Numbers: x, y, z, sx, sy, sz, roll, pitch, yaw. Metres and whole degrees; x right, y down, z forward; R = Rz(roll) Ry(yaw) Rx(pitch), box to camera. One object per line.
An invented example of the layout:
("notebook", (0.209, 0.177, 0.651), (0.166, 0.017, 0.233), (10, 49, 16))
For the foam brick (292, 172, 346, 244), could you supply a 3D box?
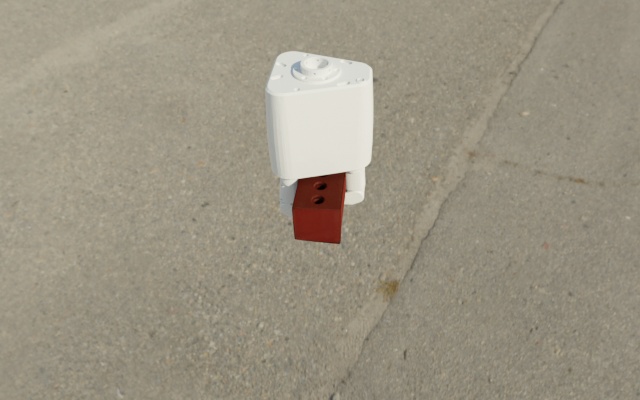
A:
("foam brick", (0.000, 0.002, 0.535), (0.053, 0.051, 0.078), (4, 44, 5))
